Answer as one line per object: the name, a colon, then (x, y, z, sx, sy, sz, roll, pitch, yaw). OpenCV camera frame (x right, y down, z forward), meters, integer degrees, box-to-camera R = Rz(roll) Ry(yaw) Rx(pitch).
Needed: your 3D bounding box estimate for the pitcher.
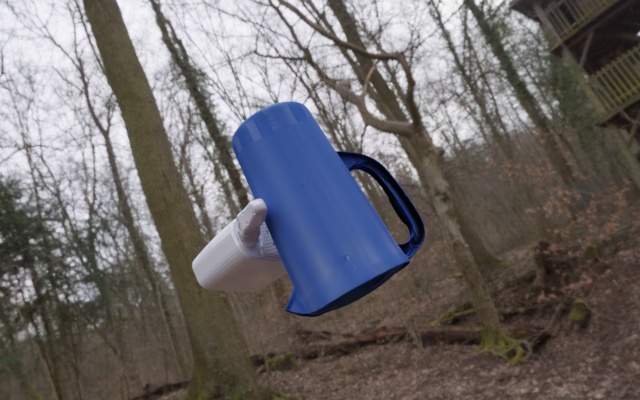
pitcher: (0.000, 0.002, 0.571, 0.145, 0.242, 0.149, -40, -19, 35)
